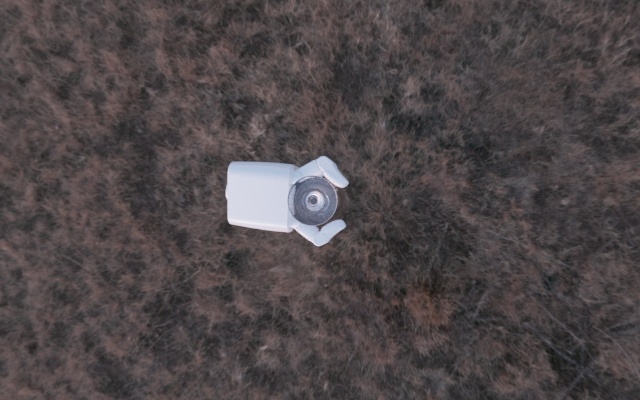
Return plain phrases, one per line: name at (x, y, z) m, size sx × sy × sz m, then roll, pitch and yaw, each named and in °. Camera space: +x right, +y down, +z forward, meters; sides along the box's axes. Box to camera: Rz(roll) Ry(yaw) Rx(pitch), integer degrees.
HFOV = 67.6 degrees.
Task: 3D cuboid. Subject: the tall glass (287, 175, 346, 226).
tall glass at (0.000, 0.003, 0.797) m, size 0.079 × 0.079 × 0.201 m, roll 0°, pitch -1°, yaw 8°
